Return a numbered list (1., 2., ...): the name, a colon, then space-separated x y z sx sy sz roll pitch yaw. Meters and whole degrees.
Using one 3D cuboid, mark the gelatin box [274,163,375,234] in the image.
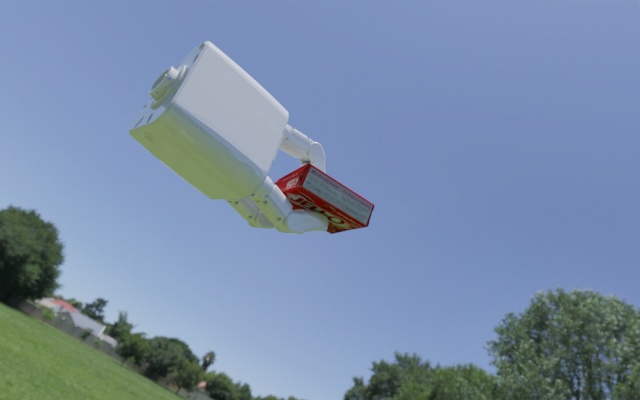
1. gelatin box: 0.001 0.001 0.505 0.089 0.030 0.073 31 -23 -21
